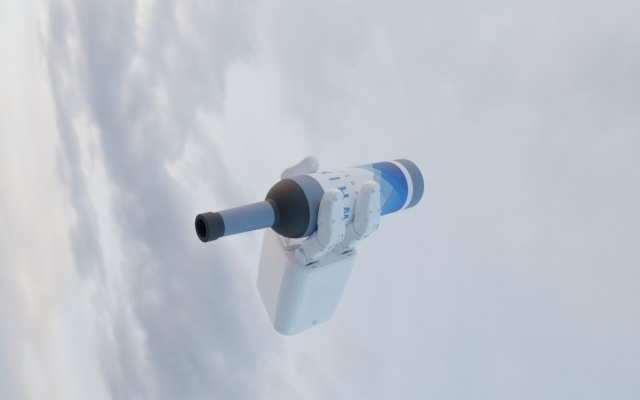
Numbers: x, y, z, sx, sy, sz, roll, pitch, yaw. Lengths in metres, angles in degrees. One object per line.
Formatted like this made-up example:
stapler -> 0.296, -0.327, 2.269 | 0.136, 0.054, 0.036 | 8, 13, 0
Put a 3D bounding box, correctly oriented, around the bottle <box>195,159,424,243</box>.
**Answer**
bottle -> 0.000, 0.002, 0.534 | 0.295, 0.069, 0.069 | -12, 8, -40
